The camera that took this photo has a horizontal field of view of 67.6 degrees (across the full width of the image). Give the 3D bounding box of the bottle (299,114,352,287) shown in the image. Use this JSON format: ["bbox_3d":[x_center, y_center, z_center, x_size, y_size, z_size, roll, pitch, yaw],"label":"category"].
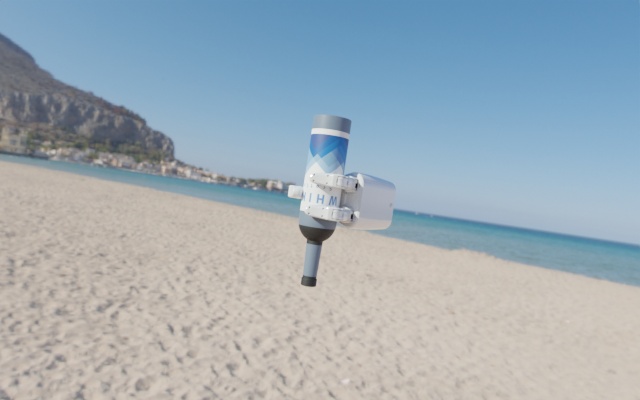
[{"bbox_3d":[0.000,0.002,0.833,0.069,0.295,0.069,8,1,0],"label":"bottle"}]
